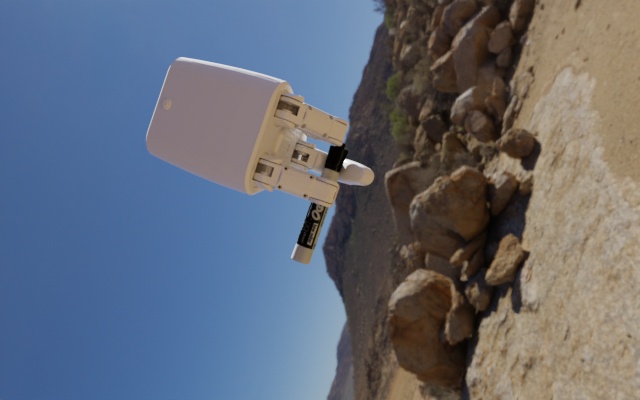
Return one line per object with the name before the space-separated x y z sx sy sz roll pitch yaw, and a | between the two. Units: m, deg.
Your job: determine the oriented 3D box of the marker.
marker | 0.000 0.002 0.458 0.020 0.121 0.020 19 0 0
